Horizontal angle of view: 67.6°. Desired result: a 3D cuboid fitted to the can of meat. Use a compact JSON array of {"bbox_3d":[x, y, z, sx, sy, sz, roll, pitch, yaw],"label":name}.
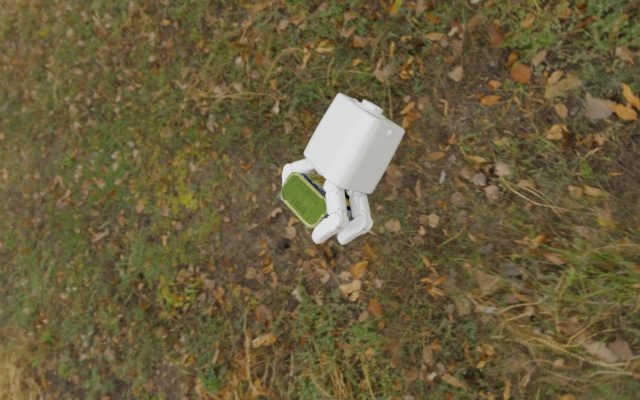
[{"bbox_3d":[0.000,0.002,0.724,0.084,0.057,0.102,9,28,-50],"label":"can of meat"}]
